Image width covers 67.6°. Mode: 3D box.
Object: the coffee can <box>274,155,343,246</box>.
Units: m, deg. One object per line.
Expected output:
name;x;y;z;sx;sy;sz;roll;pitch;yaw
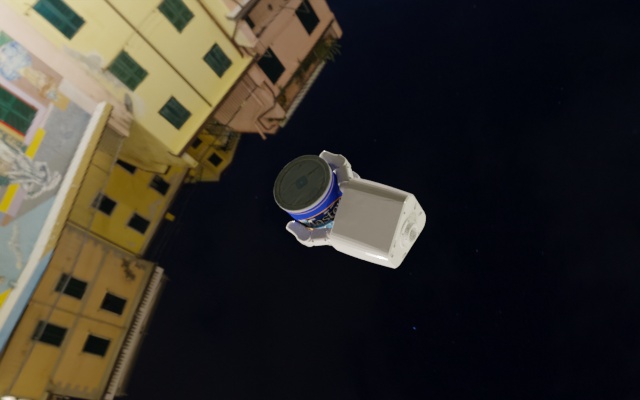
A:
coffee can;0.000;0.003;0.811;0.103;0.102;0.140;0;-27;30
